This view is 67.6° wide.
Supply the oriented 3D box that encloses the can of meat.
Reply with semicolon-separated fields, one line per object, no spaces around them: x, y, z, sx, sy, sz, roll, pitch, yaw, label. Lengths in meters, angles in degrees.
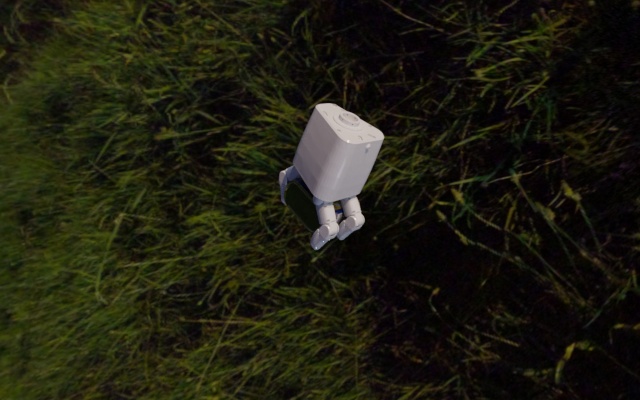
0.000;0.003;0.791;0.084;0.057;0.102;-16;53;-45;can of meat
